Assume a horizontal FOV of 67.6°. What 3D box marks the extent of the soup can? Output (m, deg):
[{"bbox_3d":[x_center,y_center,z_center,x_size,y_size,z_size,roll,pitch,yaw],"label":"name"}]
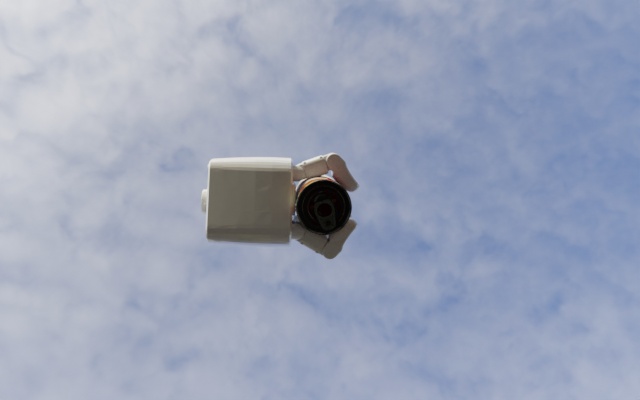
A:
[{"bbox_3d":[0.001,0.002,0.623,0.068,0.068,0.102,0,8,-5],"label":"soup can"}]
